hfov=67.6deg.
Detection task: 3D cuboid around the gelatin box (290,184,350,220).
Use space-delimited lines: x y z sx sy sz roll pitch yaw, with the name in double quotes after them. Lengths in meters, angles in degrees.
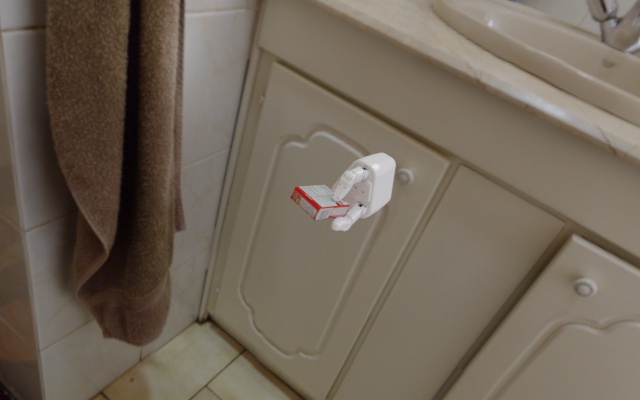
0.000 0.003 0.892 0.089 0.030 0.073 -5 38 -48 "gelatin box"
